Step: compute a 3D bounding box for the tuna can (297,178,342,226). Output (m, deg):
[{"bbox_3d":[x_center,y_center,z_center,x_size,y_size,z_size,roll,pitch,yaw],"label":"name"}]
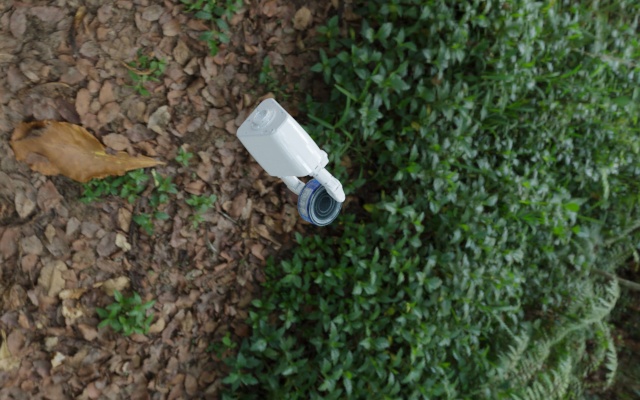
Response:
[{"bbox_3d":[0.001,0.003,0.887,0.086,0.086,0.033,0,16,-44],"label":"tuna can"}]
